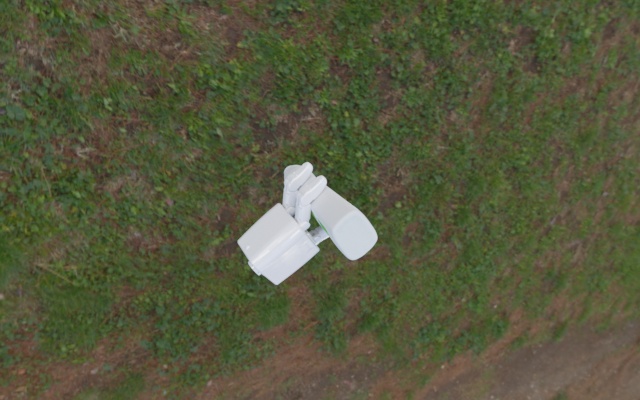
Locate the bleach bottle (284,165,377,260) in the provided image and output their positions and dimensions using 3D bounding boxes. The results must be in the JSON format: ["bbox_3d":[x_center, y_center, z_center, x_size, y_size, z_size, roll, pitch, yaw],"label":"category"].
[{"bbox_3d":[0.000,0.003,0.882,0.250,0.068,0.103,44,-7,50],"label":"bleach bottle"}]
